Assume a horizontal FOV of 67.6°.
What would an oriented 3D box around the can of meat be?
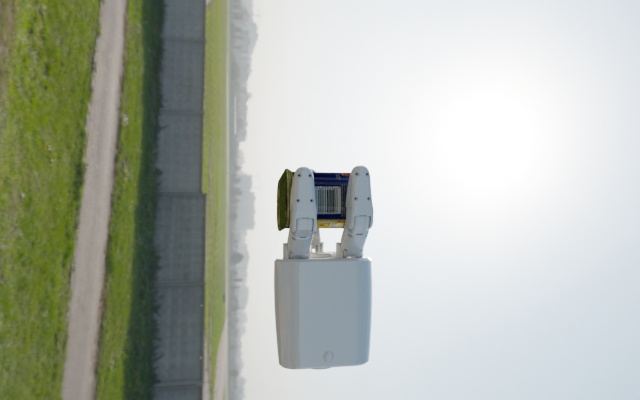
[{"bbox_3d":[0.000,0.002,0.505,0.084,0.057,0.102,1,-8,-11],"label":"can of meat"}]
